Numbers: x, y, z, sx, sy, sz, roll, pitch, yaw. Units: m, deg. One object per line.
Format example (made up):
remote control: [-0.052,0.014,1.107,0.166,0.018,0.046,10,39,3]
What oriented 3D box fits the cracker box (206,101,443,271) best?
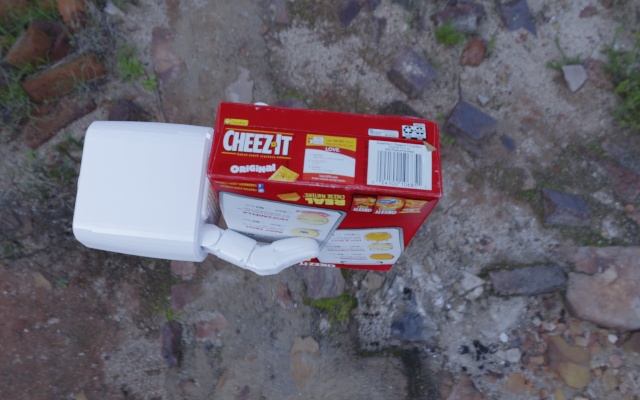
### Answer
cracker box: [0.000,0.002,0.431,0.164,0.072,0.214,4,-22,-1]
